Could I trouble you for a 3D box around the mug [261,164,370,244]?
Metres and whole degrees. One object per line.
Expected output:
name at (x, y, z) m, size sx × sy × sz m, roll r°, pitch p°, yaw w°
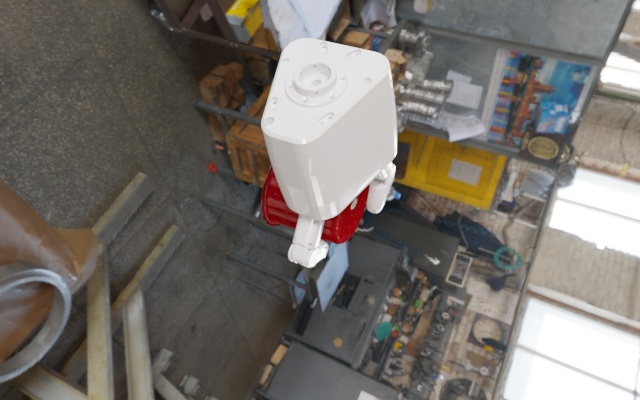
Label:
mug at (0.000, 0.003, 0.499) m, size 0.081 × 0.093 × 0.117 m, roll 19°, pitch -29°, yaw 21°
